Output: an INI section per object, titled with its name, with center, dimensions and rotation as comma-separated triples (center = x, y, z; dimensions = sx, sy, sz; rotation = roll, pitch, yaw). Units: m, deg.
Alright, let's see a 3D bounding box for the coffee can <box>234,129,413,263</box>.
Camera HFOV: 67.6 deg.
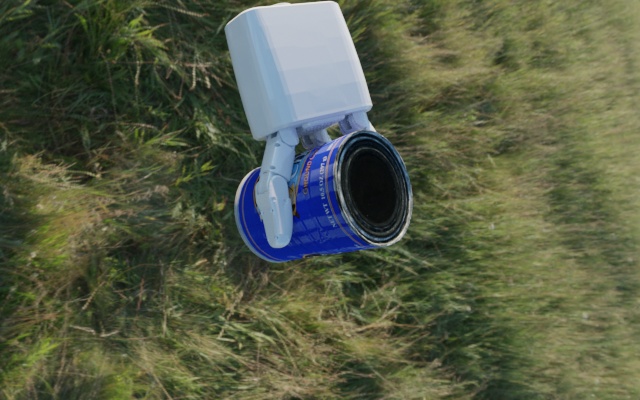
[coffee can]
center = 0.000, 0.002, 0.454
dimensions = 0.103, 0.103, 0.140
rotation = 0, -10, -45
